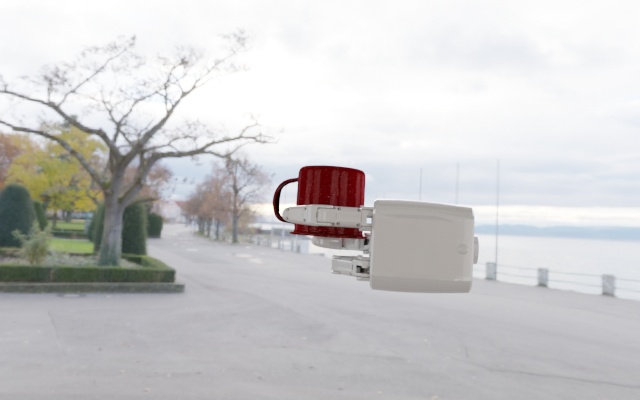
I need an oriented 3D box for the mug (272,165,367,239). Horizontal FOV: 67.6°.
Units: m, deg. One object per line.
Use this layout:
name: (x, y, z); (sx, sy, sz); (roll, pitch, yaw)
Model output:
mug: (-0.001, 0.002, 0.577); (0.117, 0.081, 0.093); (3, -3, 10)
